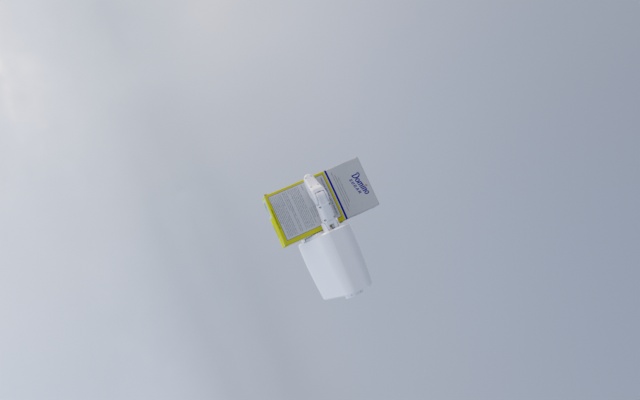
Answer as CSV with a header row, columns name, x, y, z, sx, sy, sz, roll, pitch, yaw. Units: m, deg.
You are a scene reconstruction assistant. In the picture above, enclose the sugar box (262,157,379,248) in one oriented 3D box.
name,x,y,z,sx,sy,sz,roll,pitch,yaw
sugar box,0.000,0.003,0.807,0.176,0.093,0.048,-22,-5,-15
